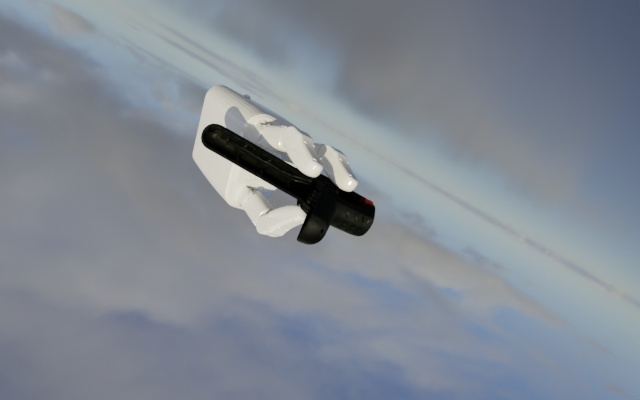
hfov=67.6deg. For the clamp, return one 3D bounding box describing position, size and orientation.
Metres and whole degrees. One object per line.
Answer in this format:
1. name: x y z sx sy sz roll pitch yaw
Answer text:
1. clamp: 0.000 0.002 0.465 0.210 0.036 0.164 21 19 -48
